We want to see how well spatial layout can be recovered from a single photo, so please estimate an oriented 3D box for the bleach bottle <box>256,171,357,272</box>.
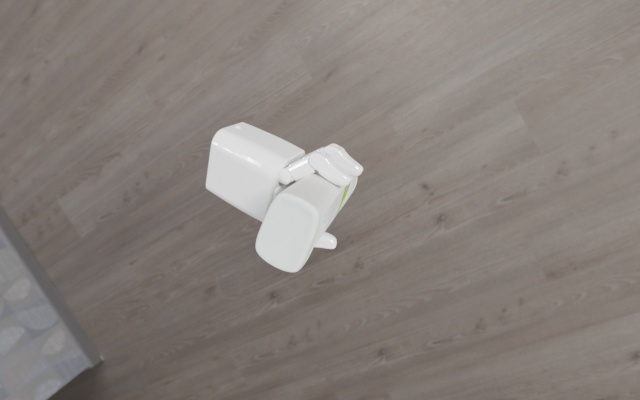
[{"bbox_3d":[0.000,0.002,0.671,0.068,0.103,0.250,28,24,9],"label":"bleach bottle"}]
